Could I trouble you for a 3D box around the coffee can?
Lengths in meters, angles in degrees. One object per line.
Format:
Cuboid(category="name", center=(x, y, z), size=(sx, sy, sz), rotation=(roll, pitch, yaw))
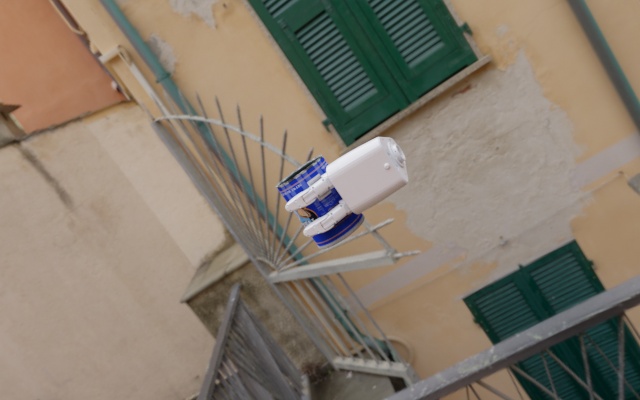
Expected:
Cuboid(category="coffee can", center=(0.000, 0.003, 0.872), size=(0.103, 0.140, 0.102), rotation=(-34, 10, 7))
